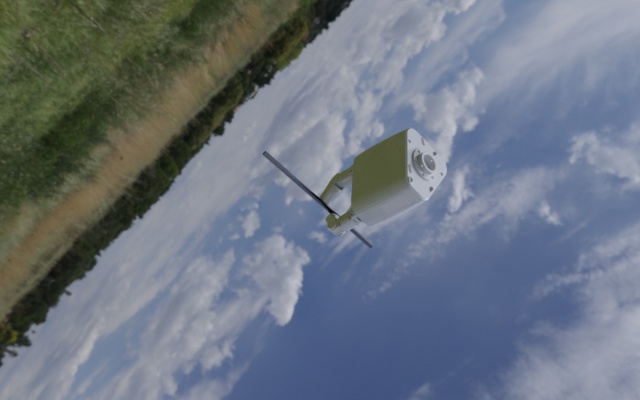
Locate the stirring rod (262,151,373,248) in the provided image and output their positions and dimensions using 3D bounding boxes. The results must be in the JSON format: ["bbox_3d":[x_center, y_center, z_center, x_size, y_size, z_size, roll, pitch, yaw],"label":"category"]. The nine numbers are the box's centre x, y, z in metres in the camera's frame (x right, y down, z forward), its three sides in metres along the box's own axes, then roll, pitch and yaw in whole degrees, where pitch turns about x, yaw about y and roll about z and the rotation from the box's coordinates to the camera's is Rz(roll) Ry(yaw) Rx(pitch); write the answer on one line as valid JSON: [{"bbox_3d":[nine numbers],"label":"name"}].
[{"bbox_3d":[0.000,0.002,0.762,0.239,0.011,0.011,41,-16,-19],"label":"stirring rod"}]
